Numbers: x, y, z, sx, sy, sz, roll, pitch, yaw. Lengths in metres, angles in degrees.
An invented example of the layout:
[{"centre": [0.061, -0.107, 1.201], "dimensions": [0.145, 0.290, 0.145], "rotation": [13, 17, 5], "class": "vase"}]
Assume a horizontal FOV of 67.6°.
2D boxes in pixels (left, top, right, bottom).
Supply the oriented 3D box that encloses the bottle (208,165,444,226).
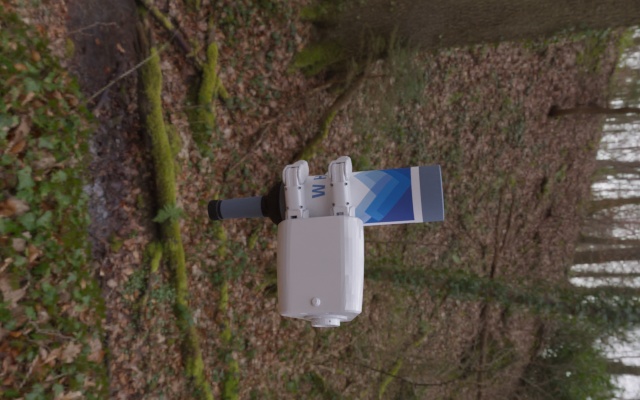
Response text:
[{"centre": [0.000, 0.002, 0.596], "dimensions": [0.296, 0.069, 0.069], "rotation": [-4, -1, 13], "class": "bottle"}]
